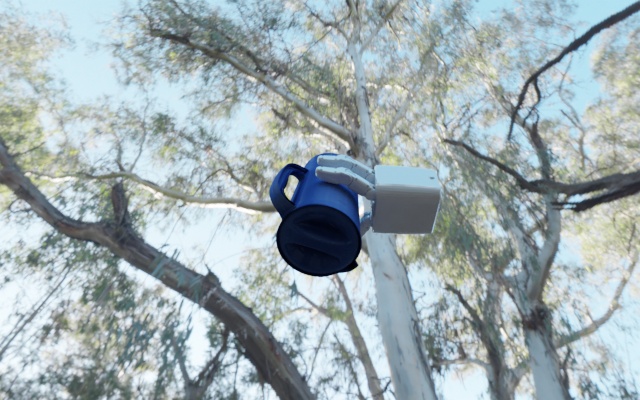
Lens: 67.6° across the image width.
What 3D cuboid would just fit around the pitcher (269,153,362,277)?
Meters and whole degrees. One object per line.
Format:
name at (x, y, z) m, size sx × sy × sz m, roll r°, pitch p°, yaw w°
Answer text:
pitcher at (0.000, 0.003, 0.827) m, size 0.145 × 0.149 × 0.242 m, roll 2°, pitch 29°, yaw 5°
